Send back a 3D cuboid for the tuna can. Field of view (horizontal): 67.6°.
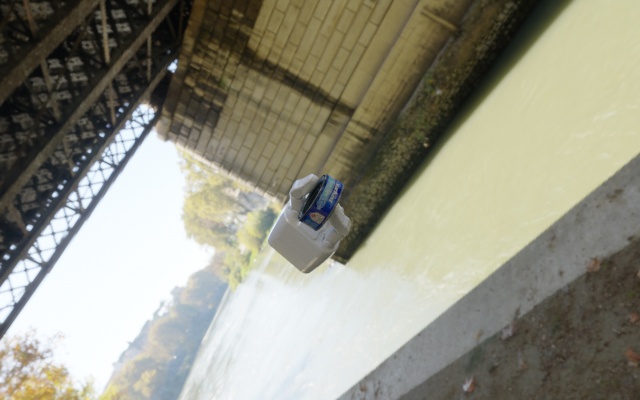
[{"bbox_3d":[0.000,0.002,0.740,0.034,0.086,0.086,31,-6,-10],"label":"tuna can"}]
